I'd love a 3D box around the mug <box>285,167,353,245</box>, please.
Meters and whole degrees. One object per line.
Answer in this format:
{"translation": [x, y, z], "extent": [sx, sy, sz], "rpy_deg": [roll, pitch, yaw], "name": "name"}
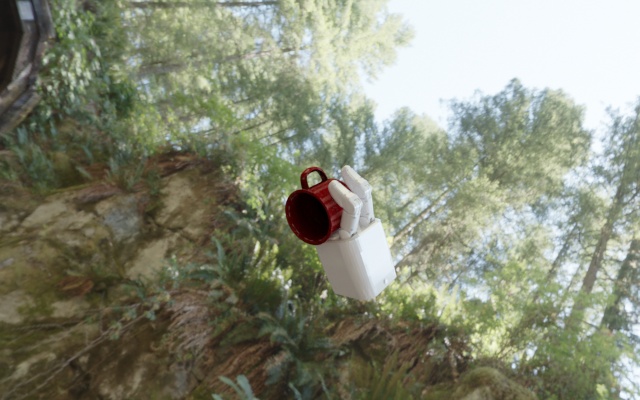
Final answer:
{"translation": [0.000, 0.001, 0.766], "extent": [0.093, 0.117, 0.081], "rpy_deg": [-10, 13, 42], "name": "mug"}
